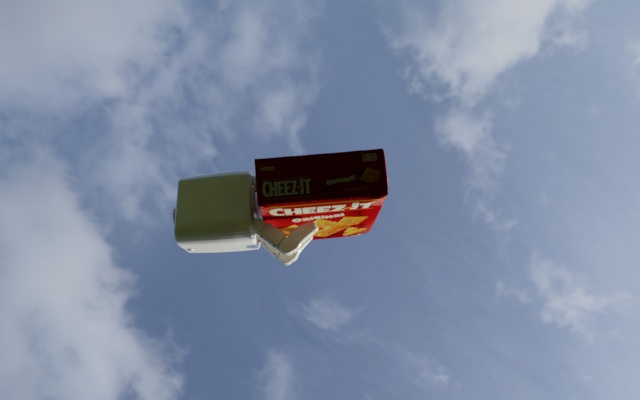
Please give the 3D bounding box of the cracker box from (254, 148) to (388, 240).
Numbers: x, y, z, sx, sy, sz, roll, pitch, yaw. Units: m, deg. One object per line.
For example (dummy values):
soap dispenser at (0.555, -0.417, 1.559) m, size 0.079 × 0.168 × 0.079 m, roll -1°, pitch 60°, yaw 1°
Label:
cracker box at (0.000, 0.002, 0.686) m, size 0.164 × 0.072 × 0.214 m, roll -5°, pitch -16°, yaw -2°
